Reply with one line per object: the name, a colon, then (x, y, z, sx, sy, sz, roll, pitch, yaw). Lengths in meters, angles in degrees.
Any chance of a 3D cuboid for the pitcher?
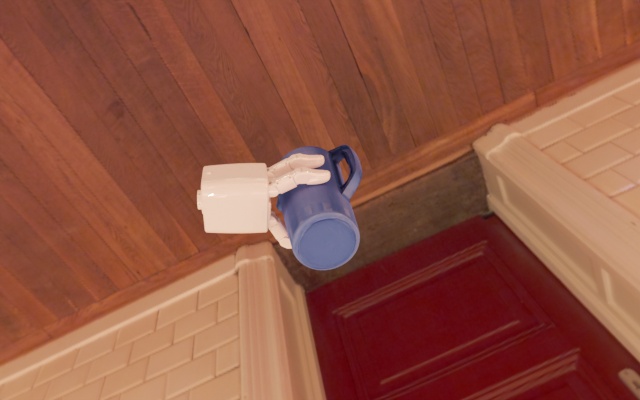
pitcher: (0.000, 0.003, 0.830, 0.145, 0.149, 0.242, 0, 29, -10)
